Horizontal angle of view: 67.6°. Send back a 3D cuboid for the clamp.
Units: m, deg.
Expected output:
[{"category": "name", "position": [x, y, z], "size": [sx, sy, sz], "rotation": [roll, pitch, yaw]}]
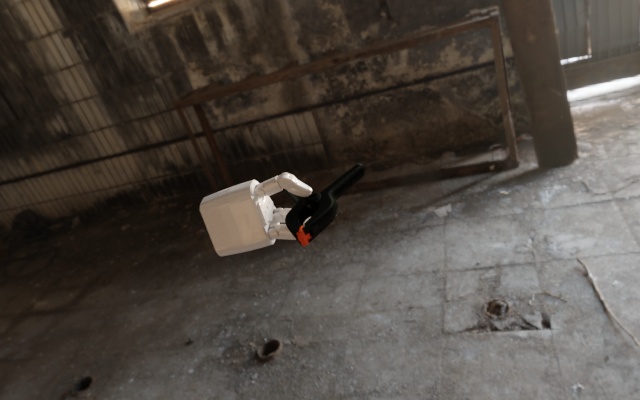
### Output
[{"category": "clamp", "position": [0.000, 0.002, 0.826], "size": [0.164, 0.036, 0.210], "rotation": [-19, 26, 15]}]
